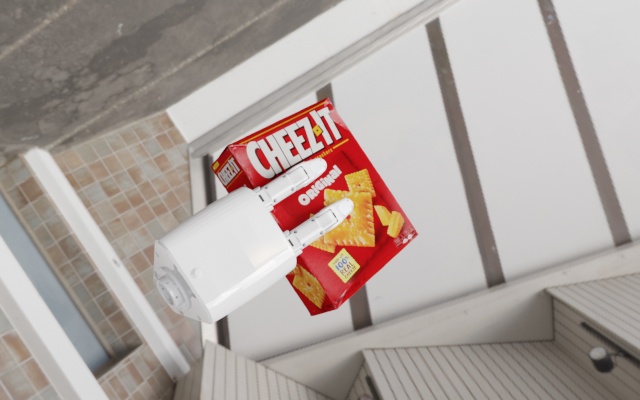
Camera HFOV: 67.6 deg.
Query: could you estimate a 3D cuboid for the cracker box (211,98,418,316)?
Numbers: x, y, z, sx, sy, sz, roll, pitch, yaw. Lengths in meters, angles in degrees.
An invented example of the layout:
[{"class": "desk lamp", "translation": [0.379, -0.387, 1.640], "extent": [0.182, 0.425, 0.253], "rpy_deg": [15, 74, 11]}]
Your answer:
[{"class": "cracker box", "translation": [0.000, 0.002, 0.576], "extent": [0.164, 0.213, 0.072], "rpy_deg": [-33, 0, -35]}]
